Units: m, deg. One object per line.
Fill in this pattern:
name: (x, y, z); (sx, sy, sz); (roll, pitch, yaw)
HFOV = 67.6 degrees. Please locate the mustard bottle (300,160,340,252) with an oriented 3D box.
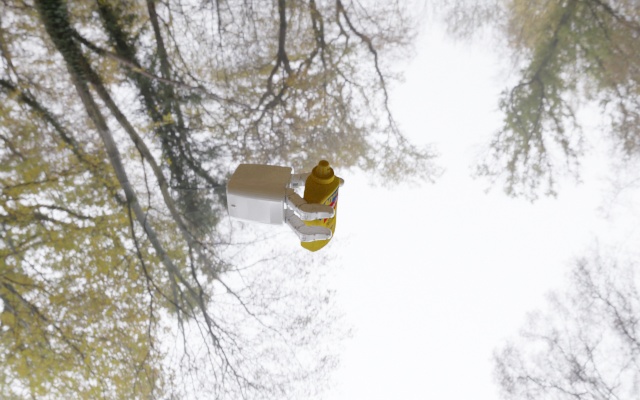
mustard bottle: (0.000, 0.003, 0.889); (0.058, 0.192, 0.096); (25, 48, 20)
